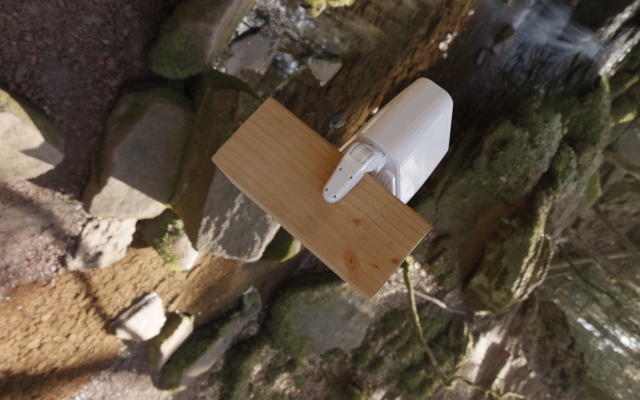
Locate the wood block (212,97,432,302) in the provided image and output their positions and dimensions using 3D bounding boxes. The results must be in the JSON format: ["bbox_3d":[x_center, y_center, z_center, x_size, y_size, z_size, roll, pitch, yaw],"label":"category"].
[{"bbox_3d":[0.000,0.001,0.494,0.206,0.090,0.091,40,-9,12],"label":"wood block"}]
